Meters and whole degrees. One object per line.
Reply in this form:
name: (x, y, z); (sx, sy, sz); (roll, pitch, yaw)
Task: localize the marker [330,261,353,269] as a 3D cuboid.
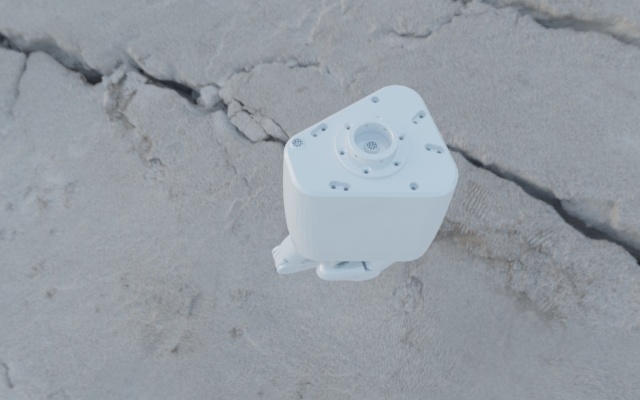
marker: (0.000, 0.001, 0.418); (0.020, 0.121, 0.020); (-16, -26, -8)
